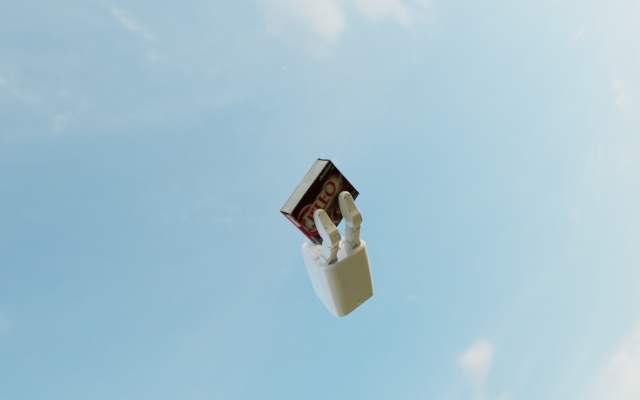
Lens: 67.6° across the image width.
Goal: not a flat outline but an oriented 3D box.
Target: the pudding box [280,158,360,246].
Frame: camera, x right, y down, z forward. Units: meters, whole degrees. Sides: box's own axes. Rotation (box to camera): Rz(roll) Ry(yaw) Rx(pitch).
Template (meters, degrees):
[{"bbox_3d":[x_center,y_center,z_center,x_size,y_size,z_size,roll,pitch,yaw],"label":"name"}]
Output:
[{"bbox_3d":[0.000,0.003,0.769,0.039,0.113,0.090,13,-27,50],"label":"pudding box"}]
